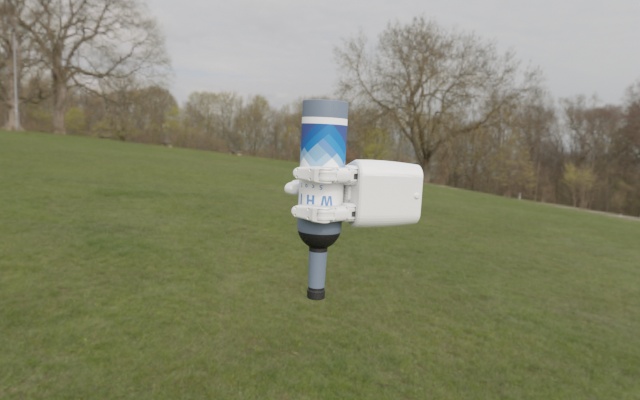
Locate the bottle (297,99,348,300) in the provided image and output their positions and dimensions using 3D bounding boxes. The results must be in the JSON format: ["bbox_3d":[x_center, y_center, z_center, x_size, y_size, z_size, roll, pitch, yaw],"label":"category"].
[{"bbox_3d":[0.000,0.002,0.710,0.069,0.296,0.069,3,7,0],"label":"bottle"}]
